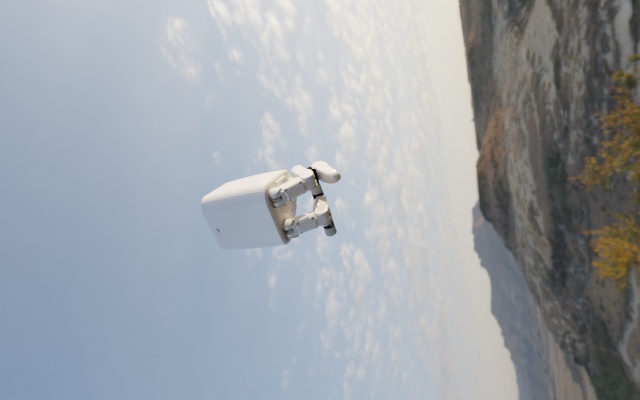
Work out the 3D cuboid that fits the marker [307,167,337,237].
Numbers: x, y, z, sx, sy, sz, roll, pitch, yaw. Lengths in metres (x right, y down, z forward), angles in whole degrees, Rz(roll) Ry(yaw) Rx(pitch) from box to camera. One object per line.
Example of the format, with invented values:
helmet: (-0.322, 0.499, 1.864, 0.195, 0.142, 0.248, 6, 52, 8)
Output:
marker: (0.000, 0.002, 0.731, 0.020, 0.121, 0.020, -14, 30, 8)
